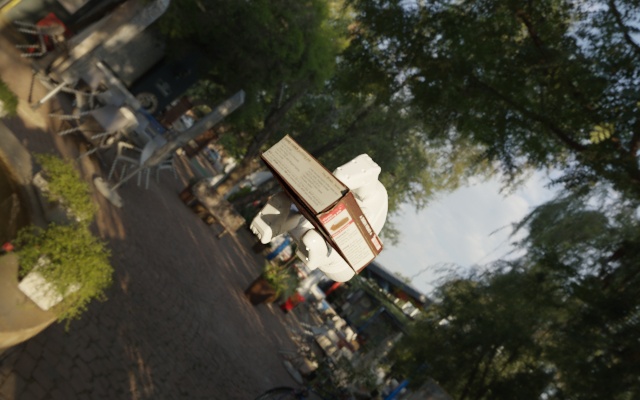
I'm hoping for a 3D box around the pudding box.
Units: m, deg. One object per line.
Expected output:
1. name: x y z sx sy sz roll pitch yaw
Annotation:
1. pudding box: 0.000 0.001 0.432 0.113 0.039 0.090 42 -10 45
